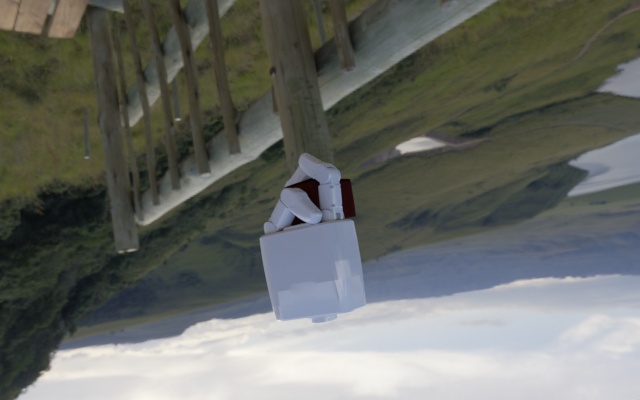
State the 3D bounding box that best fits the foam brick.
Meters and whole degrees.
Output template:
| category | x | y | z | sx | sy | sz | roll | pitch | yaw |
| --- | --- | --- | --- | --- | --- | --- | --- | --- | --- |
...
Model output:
| category | x | y | z | sx | sy | sz | roll | pitch | yaw |
| --- | --- | --- | --- | --- | --- | --- | --- | --- | --- |
| foam brick | 0.000 | 0.002 | 0.614 | 0.053 | 0.051 | 0.078 | -16 | -9 | 39 |
